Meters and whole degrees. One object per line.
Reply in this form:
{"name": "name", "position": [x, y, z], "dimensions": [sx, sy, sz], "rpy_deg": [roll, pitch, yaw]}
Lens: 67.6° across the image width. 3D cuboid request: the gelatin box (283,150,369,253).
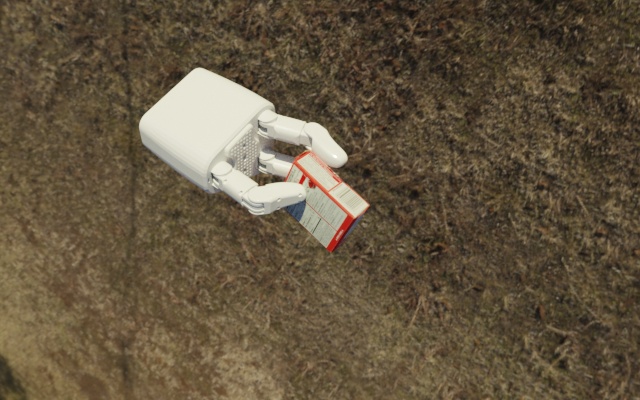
{"name": "gelatin box", "position": [0.000, 0.002, 0.506], "dimensions": [0.030, 0.089, 0.073], "rpy_deg": [-37, -15, -37]}
